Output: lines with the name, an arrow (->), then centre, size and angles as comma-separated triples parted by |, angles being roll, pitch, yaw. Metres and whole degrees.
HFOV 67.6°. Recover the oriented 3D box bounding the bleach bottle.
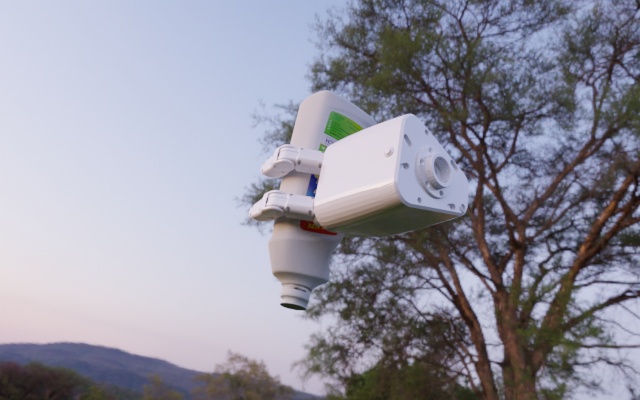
bleach bottle -> 0.000, 0.002, 0.550 | 0.102, 0.250, 0.068 | 28, -29, -32
